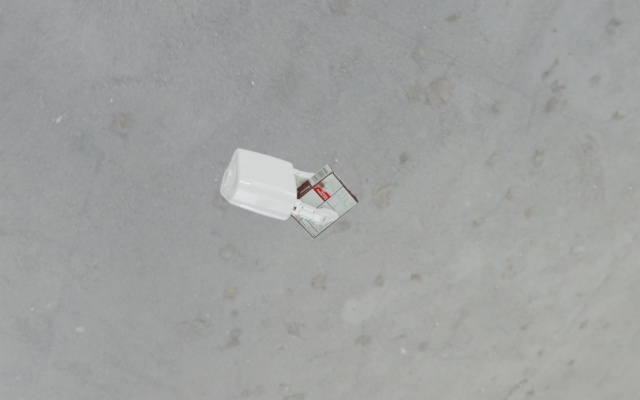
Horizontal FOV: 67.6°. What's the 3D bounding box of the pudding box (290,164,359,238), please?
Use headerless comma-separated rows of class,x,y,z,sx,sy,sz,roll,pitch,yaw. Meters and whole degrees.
pudding box,0.000,0.003,0.882,0.113,0.090,0.039,-38,31,7
